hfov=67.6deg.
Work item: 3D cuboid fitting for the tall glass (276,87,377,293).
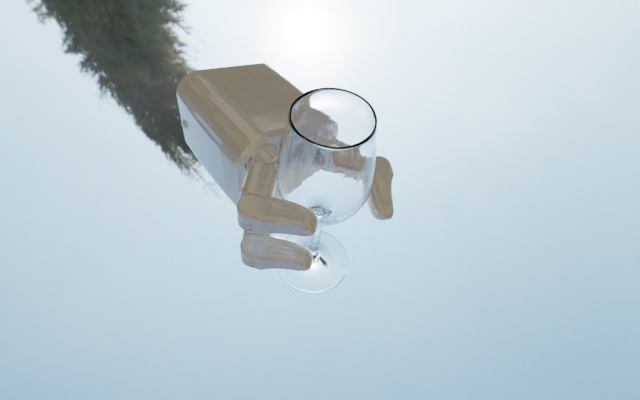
[{"bbox_3d":[0.000,0.002,0.409,0.079,0.079,0.201,0,-37,-7],"label":"tall glass"}]
